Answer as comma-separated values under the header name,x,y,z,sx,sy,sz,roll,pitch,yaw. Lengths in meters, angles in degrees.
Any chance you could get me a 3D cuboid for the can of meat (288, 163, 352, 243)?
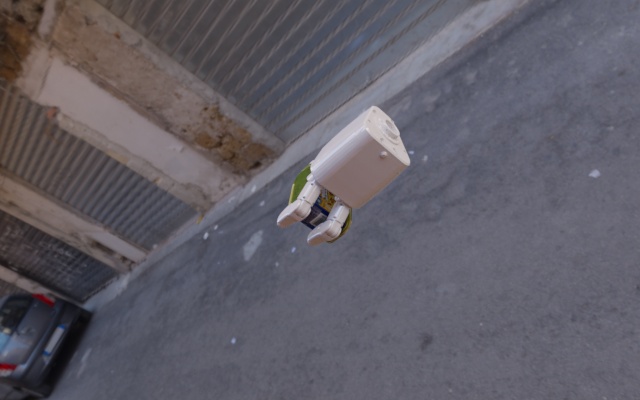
name,x,y,z,sx,sy,sz,roll,pitch,yaw
can of meat,0.000,0.002,0.743,0.084,0.102,0.057,36,-55,-24
